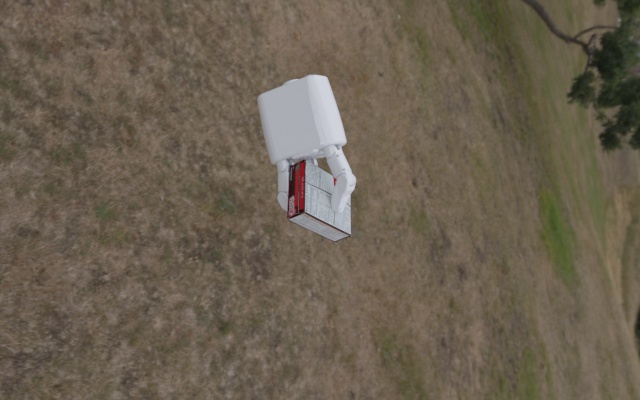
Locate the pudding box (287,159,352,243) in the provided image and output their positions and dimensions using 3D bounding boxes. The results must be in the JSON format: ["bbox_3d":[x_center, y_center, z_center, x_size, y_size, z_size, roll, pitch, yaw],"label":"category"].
[{"bbox_3d":[0.000,0.002,0.716,0.039,0.090,0.113,-21,-35,37],"label":"pudding box"}]
